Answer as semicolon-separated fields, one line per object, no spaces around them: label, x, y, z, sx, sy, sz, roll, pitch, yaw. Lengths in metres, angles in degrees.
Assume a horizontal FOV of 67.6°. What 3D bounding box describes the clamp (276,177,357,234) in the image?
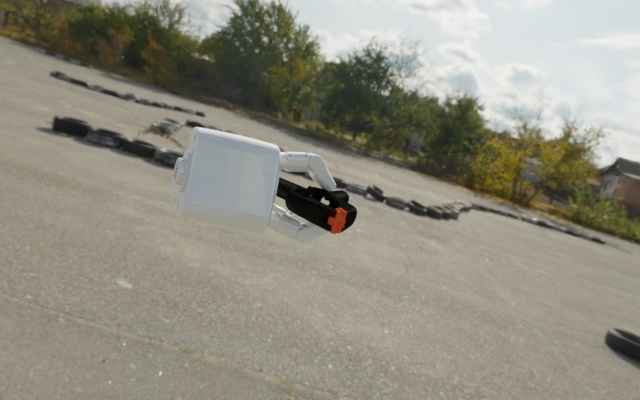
clamp;0.000;0.001;0.645;0.164;0.036;0.210;12;10;-26
